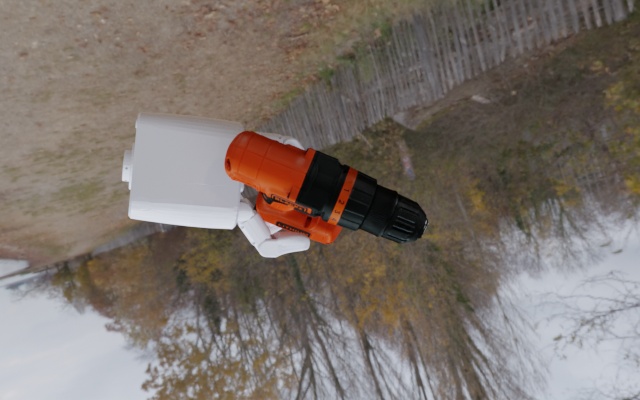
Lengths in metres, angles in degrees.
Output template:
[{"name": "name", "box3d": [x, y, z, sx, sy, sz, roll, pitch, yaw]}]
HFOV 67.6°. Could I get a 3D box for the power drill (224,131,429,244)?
[{"name": "power drill", "box3d": [0.000, 0.002, 0.482, 0.184, 0.057, 0.188, 24, -13, -1]}]
